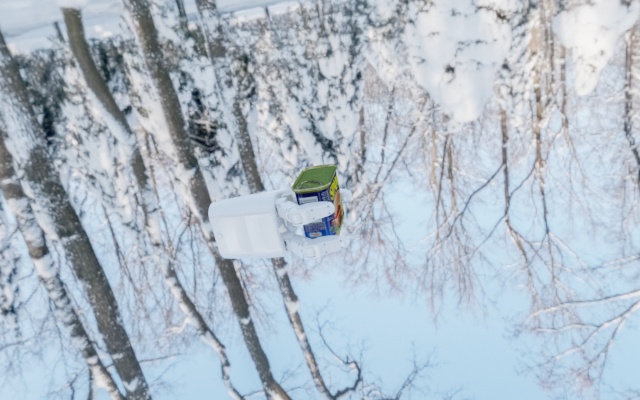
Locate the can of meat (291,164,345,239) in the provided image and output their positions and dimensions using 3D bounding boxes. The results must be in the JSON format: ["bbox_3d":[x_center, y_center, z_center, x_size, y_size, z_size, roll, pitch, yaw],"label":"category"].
[{"bbox_3d":[0.000,0.003,0.708,0.057,0.084,0.102,-7,21,13],"label":"can of meat"}]
